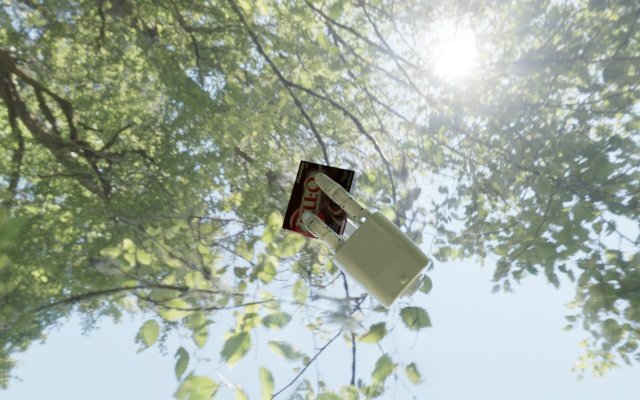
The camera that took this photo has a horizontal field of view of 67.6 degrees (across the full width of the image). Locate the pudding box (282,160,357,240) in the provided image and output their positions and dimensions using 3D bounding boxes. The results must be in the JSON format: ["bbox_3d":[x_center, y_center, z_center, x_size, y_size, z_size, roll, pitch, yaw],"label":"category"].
[{"bbox_3d":[0.000,0.002,0.729,0.090,0.113,0.039,13,-9,17],"label":"pudding box"}]
